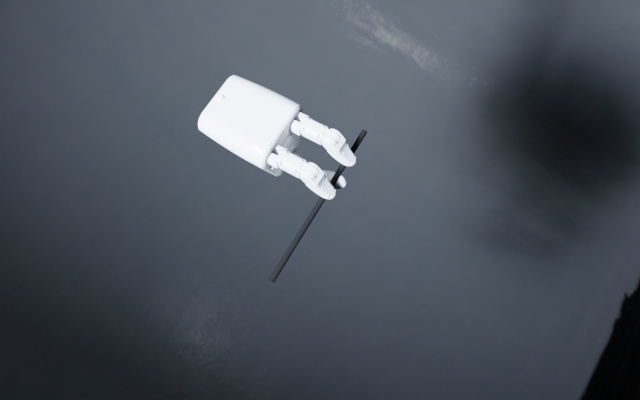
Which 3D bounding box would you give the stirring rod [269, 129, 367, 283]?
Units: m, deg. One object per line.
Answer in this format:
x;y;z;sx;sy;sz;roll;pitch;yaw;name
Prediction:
0.000;0.002;0.625;0.011;0.239;0.011;29;-17;10;stirring rod
